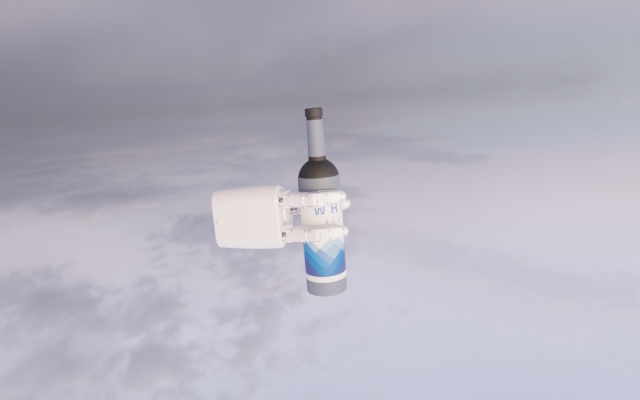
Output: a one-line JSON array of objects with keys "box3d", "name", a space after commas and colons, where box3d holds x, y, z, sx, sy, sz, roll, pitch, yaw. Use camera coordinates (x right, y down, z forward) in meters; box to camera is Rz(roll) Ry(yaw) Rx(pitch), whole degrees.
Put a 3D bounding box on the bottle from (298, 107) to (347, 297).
[{"box3d": [0.000, 0.003, 0.759, 0.069, 0.296, 0.069, -4, 12, 1], "name": "bottle"}]
